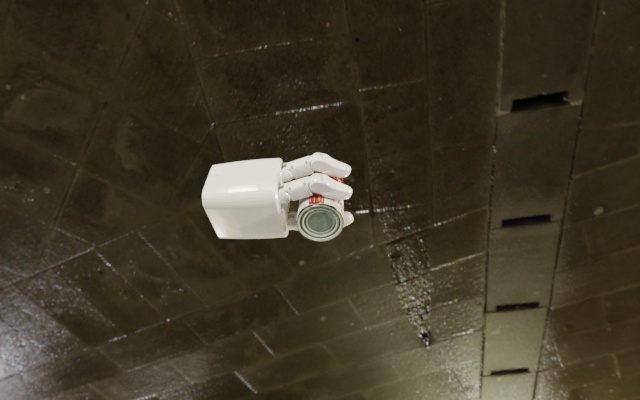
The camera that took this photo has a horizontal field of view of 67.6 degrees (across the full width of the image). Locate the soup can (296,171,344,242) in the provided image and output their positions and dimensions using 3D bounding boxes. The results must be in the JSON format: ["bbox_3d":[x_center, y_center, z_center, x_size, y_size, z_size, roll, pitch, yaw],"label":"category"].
[{"bbox_3d":[0.001,0.003,0.698,0.068,0.069,0.102,0,36,1],"label":"soup can"}]
